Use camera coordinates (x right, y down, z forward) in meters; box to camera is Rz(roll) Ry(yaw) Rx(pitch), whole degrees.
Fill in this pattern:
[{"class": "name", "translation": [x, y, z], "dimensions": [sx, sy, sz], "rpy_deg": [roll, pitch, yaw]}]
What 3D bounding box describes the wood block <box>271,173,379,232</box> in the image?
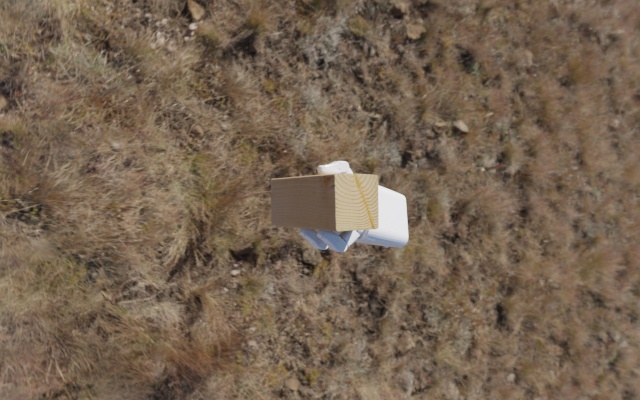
[{"class": "wood block", "translation": [0.001, 0.002, 0.836], "dimensions": [0.090, 0.091, 0.206], "rpy_deg": [-1, 0, -34]}]
